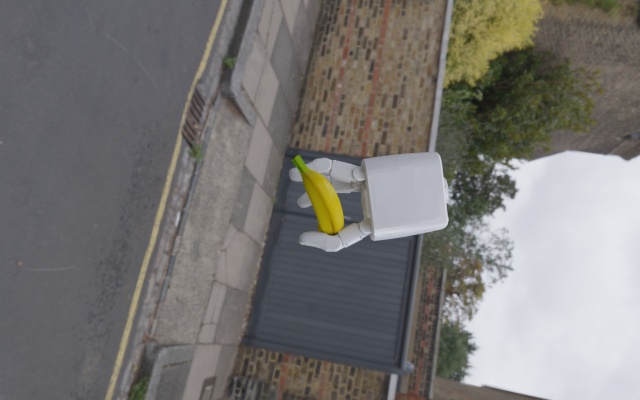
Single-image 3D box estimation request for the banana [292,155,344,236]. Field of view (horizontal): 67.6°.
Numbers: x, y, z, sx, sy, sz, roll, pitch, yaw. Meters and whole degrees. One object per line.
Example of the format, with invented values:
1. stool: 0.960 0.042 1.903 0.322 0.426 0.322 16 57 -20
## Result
1. banana: 0.007 0.014 0.669 0.037 0.069 0.198 -26 -34 -6
